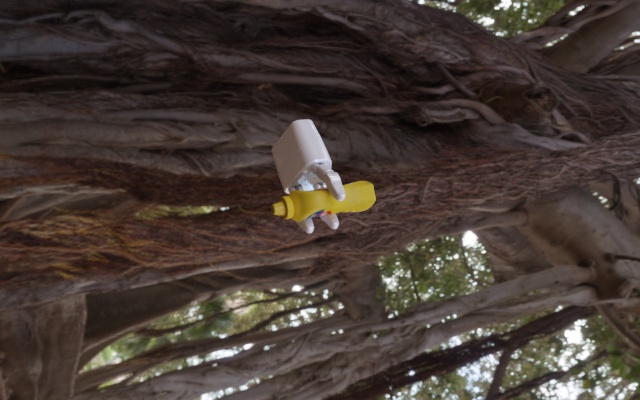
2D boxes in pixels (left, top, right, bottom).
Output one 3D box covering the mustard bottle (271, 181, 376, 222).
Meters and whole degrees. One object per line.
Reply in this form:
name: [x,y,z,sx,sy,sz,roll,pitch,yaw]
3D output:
mustard bottle: [0.000,0.003,0.894,0.191,0.058,0.096,-8,-4,-25]
